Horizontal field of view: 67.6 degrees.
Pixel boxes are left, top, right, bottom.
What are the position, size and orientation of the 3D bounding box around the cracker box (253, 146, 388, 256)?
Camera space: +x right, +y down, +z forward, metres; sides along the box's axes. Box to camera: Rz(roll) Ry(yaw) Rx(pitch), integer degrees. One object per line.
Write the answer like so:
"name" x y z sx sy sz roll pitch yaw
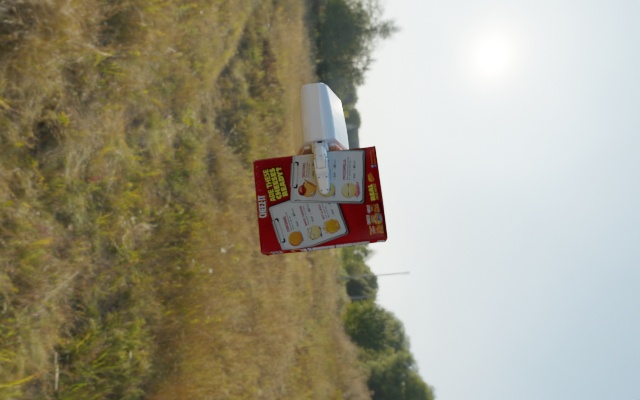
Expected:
"cracker box" 0.000 0.003 0.830 0.214 0.164 0.072 -7 -12 3
